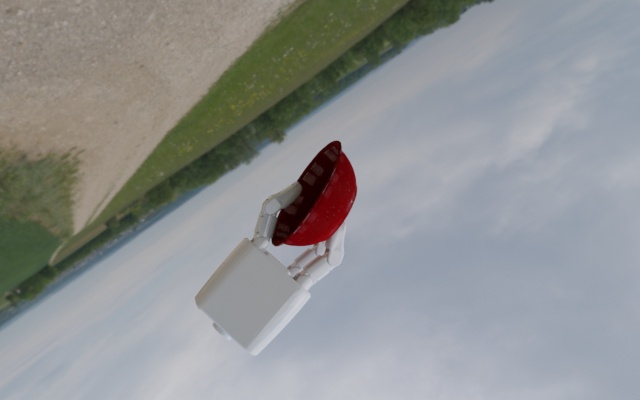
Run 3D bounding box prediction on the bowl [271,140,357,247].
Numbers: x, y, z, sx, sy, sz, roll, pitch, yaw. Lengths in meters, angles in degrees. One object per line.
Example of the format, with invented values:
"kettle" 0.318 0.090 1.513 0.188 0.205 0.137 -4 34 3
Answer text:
"bowl" 0.001 0.001 0.633 0.055 0.162 0.162 31 -9 -15
